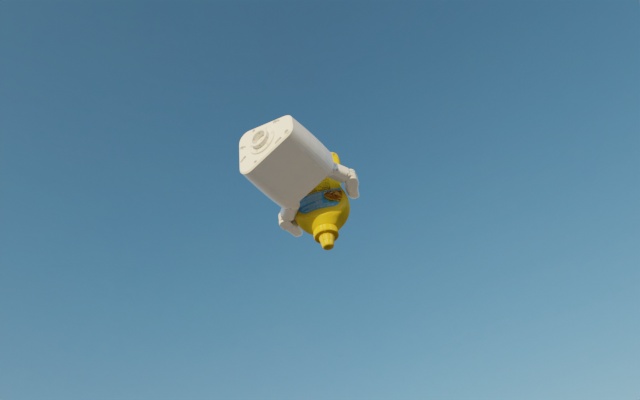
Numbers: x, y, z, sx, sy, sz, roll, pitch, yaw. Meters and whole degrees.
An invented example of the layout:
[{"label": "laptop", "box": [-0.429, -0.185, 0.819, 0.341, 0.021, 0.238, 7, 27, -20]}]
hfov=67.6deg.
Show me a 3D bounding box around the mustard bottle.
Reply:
[{"label": "mustard bottle", "box": [0.000, 0.003, 0.819, 0.096, 0.191, 0.058, -14, -41, 5]}]
